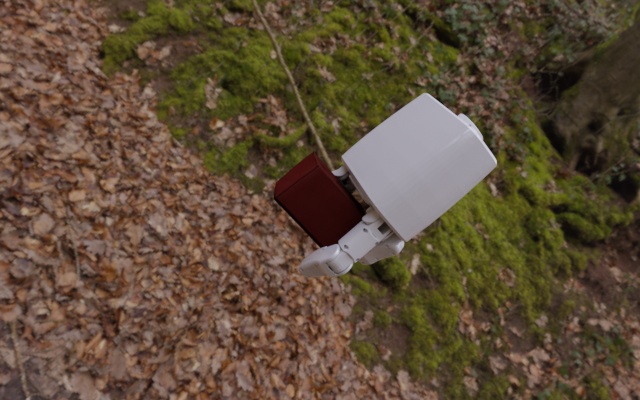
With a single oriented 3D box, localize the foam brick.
[{"bbox_3d":[0.000,0.001,0.457,0.051,0.078,0.053,-39,19,10],"label":"foam brick"}]
